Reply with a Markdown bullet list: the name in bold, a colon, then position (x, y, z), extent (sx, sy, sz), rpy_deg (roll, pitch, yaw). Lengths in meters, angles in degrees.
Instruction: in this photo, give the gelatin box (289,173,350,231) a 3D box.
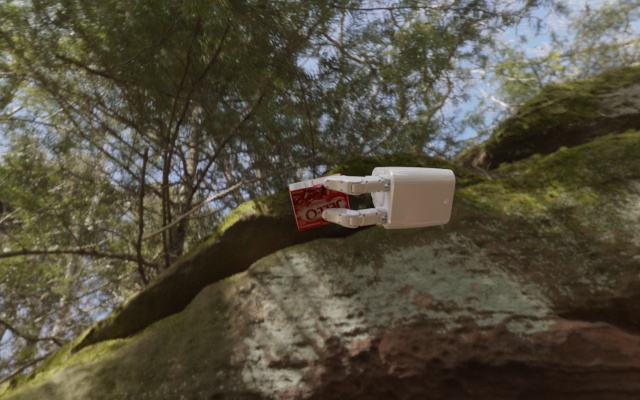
- **gelatin box**: position (0.000, 0.002, 0.766), extent (0.089, 0.073, 0.030), rpy_deg (-12, 26, -2)
